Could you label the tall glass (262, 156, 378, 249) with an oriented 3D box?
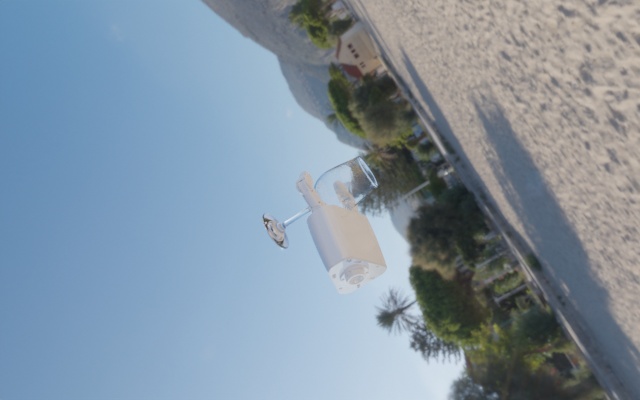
[{"bbox_3d":[-0.001,0.003,0.830,0.201,0.079,0.079,-33,-9,14],"label":"tall glass"}]
